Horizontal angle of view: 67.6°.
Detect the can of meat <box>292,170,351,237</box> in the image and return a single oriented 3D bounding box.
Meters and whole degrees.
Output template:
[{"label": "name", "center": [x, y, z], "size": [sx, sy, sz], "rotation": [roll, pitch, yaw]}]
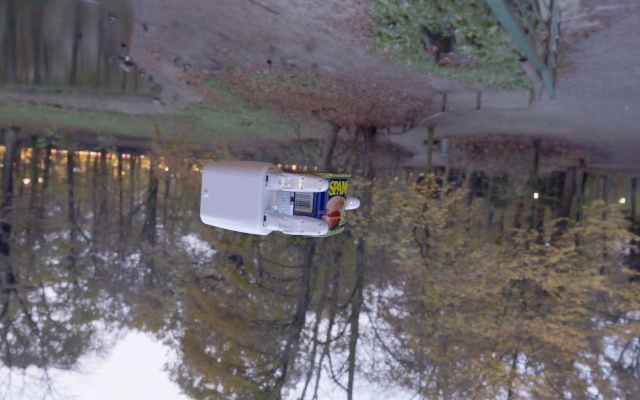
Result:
[{"label": "can of meat", "center": [0.000, 0.002, 0.662], "size": [0.057, 0.084, 0.102], "rotation": [6, 5, 22]}]
